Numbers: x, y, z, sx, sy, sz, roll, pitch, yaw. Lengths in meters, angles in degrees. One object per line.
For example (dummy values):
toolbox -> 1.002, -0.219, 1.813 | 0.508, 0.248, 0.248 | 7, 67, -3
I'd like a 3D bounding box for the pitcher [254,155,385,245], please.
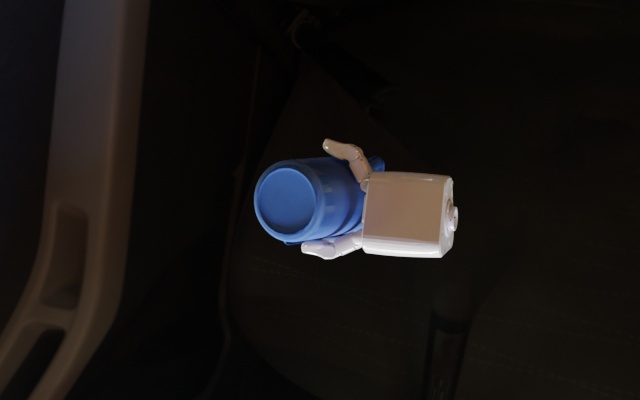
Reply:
pitcher -> 0.000, 0.002, 0.725 | 0.145, 0.149, 0.243 | 2, 4, 25
